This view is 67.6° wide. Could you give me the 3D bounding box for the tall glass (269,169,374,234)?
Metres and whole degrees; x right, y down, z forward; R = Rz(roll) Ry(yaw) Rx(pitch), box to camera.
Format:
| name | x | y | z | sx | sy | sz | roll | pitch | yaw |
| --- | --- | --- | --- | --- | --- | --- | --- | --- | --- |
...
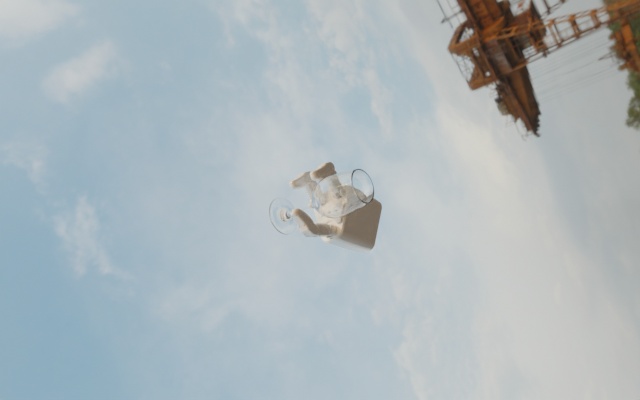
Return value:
| name | x | y | z | sx | sy | sz | roll | pitch | yaw |
| --- | --- | --- | --- | --- | --- | --- | --- | --- | --- |
| tall glass | 0.000 | 0.003 | 0.868 | 0.201 | 0.079 | 0.079 | -21 | -14 | 39 |
